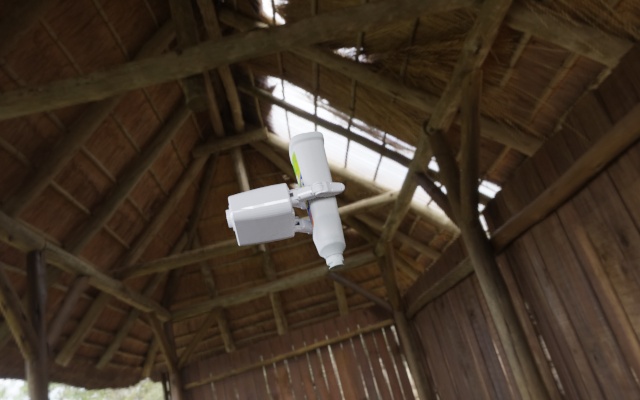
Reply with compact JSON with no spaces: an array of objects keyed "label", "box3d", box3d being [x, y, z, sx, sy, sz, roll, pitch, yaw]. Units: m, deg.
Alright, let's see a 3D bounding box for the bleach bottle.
[{"label":"bleach bottle","box3d":[0.000,0.003,0.894,0.068,0.250,0.103,-11,-21,-9]}]
